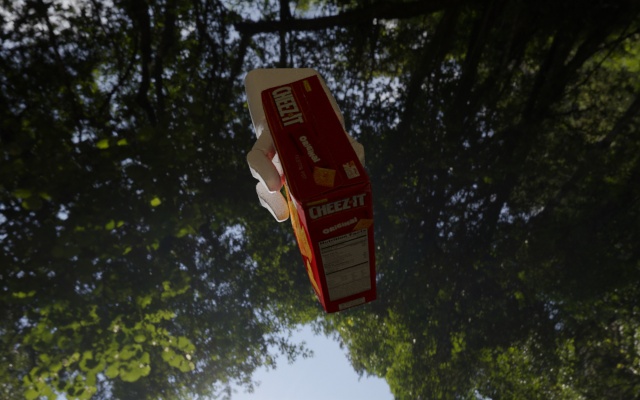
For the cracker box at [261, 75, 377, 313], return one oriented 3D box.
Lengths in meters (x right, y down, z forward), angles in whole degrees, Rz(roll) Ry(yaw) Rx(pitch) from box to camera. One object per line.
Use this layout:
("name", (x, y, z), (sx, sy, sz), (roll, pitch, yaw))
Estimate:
("cracker box", (0.000, 0.002, 0.525), (0.072, 0.164, 0.214), (-18, -39, -6))
